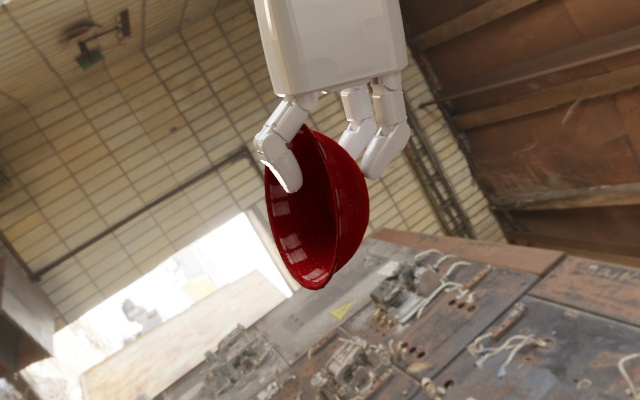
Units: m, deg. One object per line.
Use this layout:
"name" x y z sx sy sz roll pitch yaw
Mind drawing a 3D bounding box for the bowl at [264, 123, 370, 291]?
"bowl" 0.000 0.003 0.461 0.055 0.162 0.162 -9 4 -27
